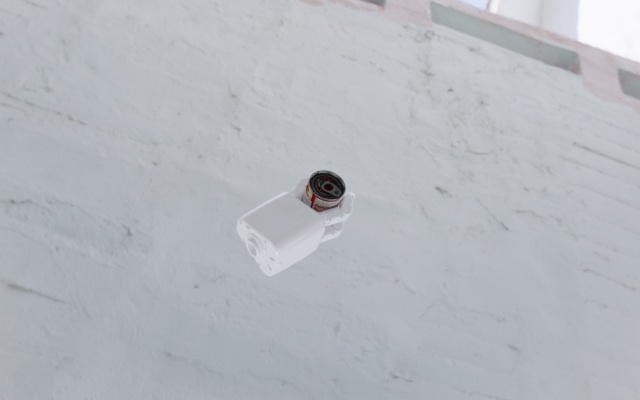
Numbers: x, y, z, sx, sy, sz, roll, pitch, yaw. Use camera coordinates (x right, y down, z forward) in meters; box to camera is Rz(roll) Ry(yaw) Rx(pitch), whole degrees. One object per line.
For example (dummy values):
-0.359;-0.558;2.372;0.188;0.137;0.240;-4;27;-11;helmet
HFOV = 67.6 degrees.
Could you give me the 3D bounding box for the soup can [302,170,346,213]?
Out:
0.000;0.003;0.878;0.068;0.068;0.102;0;-37;-18;soup can
